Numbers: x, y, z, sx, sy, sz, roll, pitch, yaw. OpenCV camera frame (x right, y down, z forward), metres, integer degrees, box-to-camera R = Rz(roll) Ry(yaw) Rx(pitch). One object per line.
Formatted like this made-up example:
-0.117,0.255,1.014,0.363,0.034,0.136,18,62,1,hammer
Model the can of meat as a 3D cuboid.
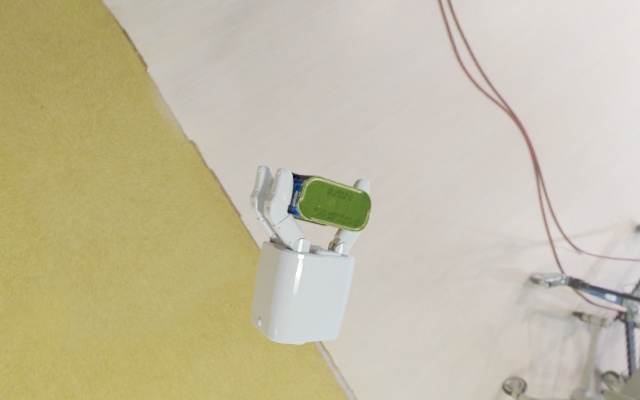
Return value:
0.000,0.002,0.582,0.102,0.057,0.084,15,-2,-28,can of meat
